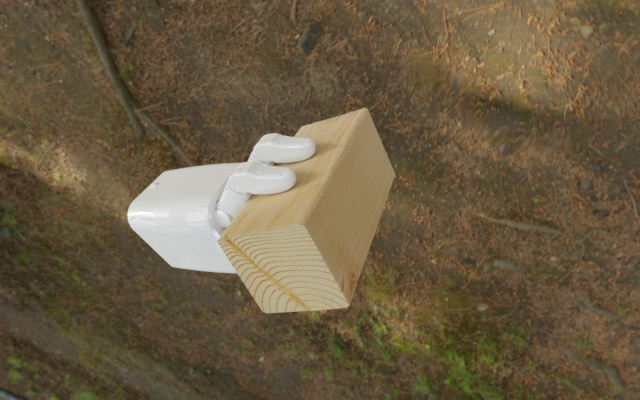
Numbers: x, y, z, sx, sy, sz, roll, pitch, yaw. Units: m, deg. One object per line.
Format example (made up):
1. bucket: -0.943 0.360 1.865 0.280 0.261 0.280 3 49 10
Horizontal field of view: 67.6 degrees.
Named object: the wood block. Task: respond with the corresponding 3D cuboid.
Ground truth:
1. wood block: 0.000 0.002 0.470 0.090 0.091 0.206 -11 30 28
